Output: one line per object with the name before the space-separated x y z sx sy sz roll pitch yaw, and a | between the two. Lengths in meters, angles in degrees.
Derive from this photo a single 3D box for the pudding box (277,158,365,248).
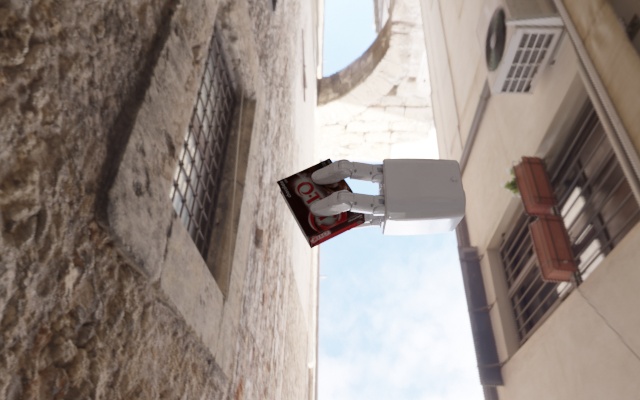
pudding box | 0.000 0.002 0.693 0.090 0.113 0.039 -25 -35 -11
